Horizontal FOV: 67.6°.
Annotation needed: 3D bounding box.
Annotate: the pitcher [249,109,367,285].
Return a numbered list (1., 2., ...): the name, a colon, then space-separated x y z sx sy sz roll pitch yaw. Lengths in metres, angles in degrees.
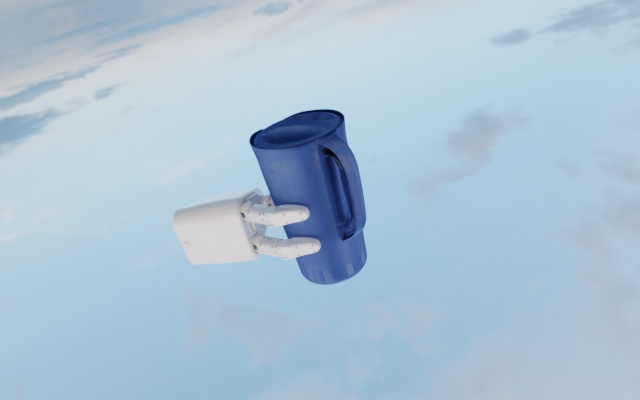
1. pitcher: 0.000 0.002 0.688 0.145 0.243 0.149 -10 28 12
